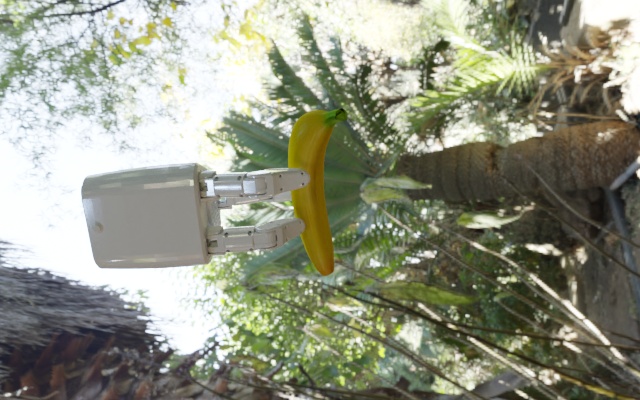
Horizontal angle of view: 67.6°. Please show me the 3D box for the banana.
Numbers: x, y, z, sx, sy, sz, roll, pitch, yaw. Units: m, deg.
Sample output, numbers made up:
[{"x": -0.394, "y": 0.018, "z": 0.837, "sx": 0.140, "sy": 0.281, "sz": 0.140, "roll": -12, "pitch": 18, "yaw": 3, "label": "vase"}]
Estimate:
[{"x": -0.007, "y": -0.011, "z": 0.483, "sx": 0.037, "sy": 0.198, "sz": 0.069, "roll": -14, "pitch": 39, "yaw": -20, "label": "banana"}]
